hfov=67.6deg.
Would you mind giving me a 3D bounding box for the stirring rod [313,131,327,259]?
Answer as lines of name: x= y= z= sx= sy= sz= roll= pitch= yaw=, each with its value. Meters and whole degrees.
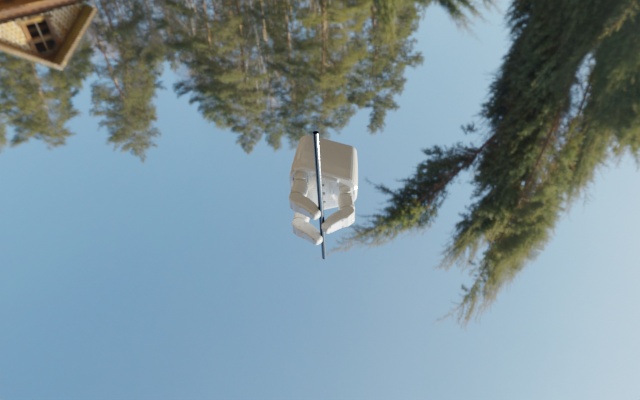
stirring rod: x=0.000 y=0.002 z=0.701 sx=0.011 sy=0.240 sz=0.011 roll=-2 pitch=41 yaw=2
